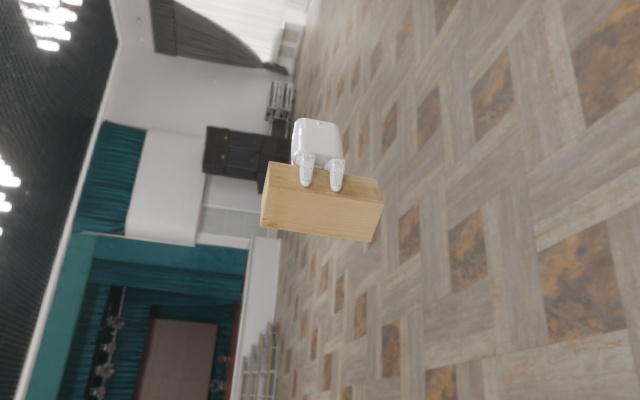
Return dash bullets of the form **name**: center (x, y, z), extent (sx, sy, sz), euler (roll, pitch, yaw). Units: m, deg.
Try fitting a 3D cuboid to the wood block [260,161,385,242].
- **wood block**: center (0.000, 0.003, 0.874), extent (0.206, 0.091, 0.090), euler (9, 33, -11)
